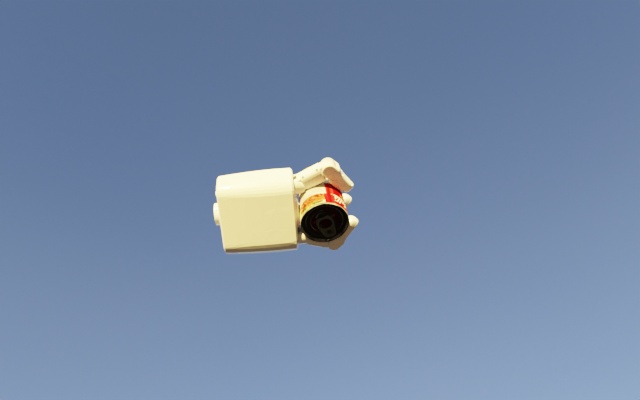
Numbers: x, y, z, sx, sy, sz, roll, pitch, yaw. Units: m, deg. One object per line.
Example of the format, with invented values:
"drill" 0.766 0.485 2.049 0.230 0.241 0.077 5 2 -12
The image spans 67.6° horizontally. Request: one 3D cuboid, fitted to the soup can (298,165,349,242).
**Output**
"soup can" 0.001 0.002 0.690 0.068 0.068 0.102 0 36 -8
